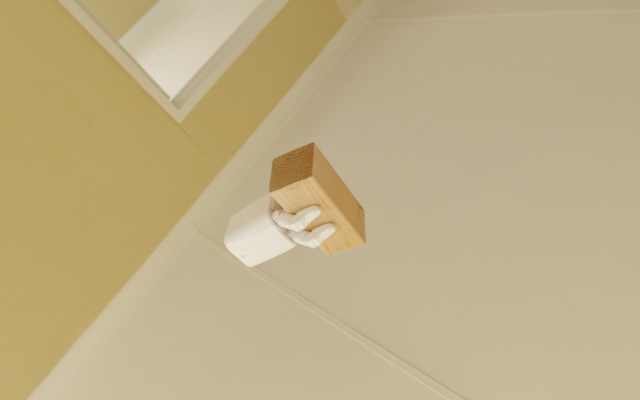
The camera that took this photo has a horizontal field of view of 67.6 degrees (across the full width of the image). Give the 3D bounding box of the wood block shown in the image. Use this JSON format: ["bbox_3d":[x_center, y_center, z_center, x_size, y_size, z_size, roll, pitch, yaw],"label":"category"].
[{"bbox_3d":[0.000,0.003,0.895,0.090,0.090,0.206,-20,-47,22],"label":"wood block"}]
